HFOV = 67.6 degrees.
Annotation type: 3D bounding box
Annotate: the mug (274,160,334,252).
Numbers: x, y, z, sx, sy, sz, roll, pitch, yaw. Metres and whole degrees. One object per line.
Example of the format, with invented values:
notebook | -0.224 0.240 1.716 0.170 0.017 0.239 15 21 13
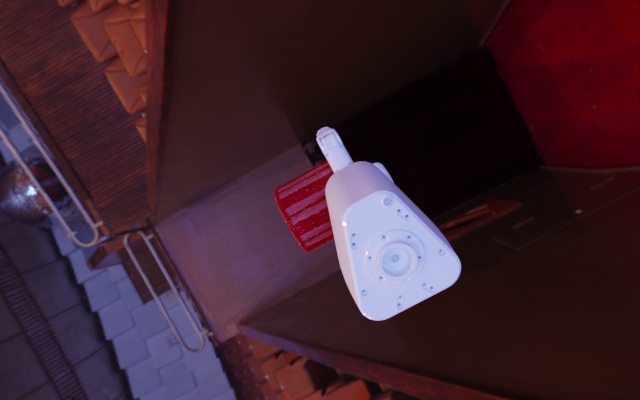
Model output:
mug | 0.000 0.001 0.548 0.081 0.093 0.117 -29 16 3
